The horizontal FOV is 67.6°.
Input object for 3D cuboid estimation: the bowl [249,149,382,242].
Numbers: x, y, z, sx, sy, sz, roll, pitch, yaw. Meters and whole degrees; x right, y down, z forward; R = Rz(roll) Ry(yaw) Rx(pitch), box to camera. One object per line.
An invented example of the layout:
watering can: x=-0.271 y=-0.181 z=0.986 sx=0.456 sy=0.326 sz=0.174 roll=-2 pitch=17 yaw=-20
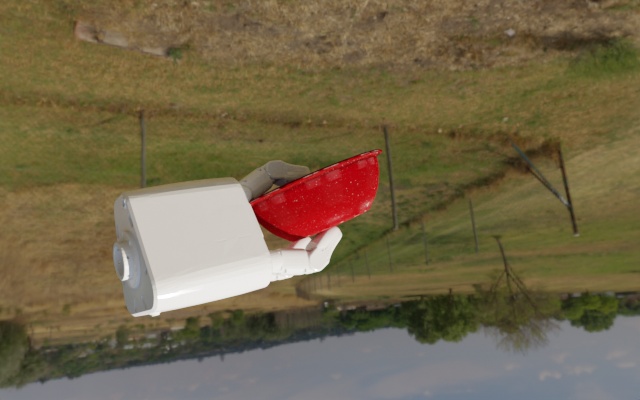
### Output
bowl: x=0.001 y=0.002 z=0.510 sx=0.162 sy=0.055 sz=0.162 roll=-23 pitch=-1 yaw=0
